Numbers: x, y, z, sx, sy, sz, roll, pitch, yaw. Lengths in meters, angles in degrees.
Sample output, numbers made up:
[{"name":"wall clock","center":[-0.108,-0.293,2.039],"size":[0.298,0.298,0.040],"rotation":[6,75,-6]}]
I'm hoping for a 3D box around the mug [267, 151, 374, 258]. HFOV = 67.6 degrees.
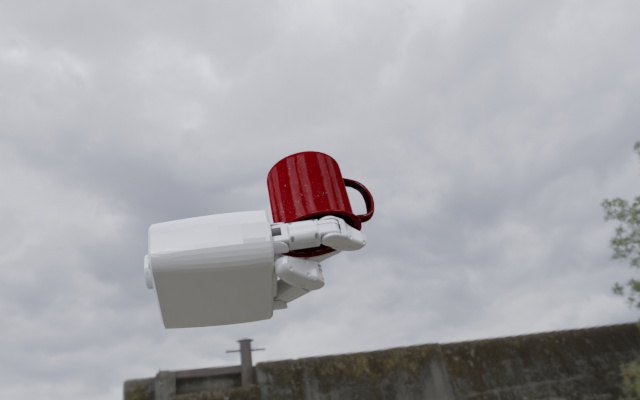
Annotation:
[{"name":"mug","center":[0.001,0.001,0.505],"size":[0.117,0.081,0.093],"rotation":[-5,-33,-14]}]
